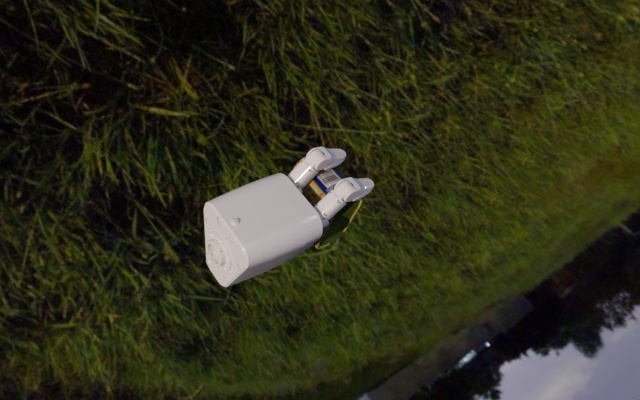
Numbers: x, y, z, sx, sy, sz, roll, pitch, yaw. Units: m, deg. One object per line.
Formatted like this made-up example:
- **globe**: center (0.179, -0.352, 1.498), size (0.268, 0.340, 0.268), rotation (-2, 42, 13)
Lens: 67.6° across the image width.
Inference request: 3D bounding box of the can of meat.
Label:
- **can of meat**: center (0.000, 0.002, 0.632), size (0.057, 0.084, 0.102), rotation (-21, -30, -38)
